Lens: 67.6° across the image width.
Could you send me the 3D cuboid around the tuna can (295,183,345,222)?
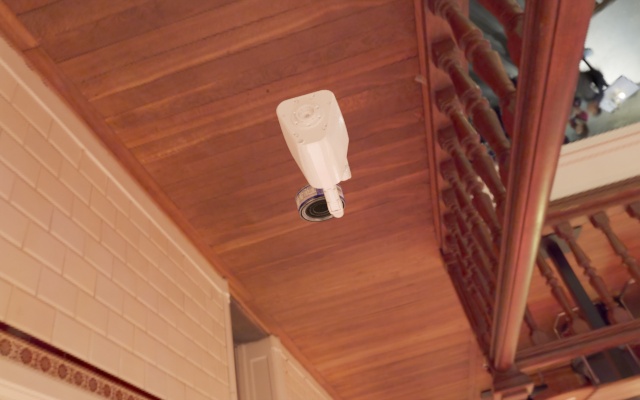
[{"bbox_3d":[0.000,0.003,0.847,0.086,0.033,0.086,-10,-32,-6],"label":"tuna can"}]
